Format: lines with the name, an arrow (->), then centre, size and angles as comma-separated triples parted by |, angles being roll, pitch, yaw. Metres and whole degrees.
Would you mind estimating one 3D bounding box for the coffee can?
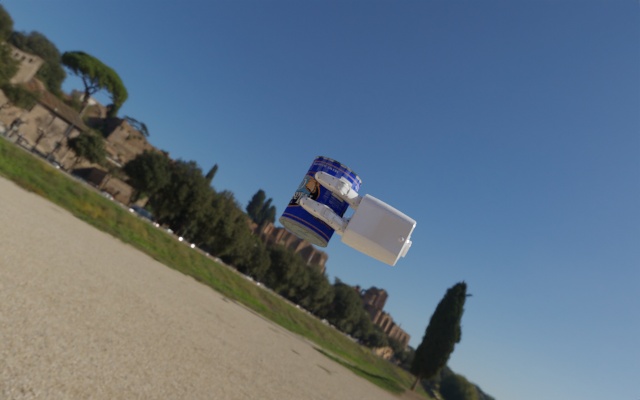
coffee can -> 0.000, 0.003, 0.899 | 0.103, 0.140, 0.103 | 28, -14, 7
